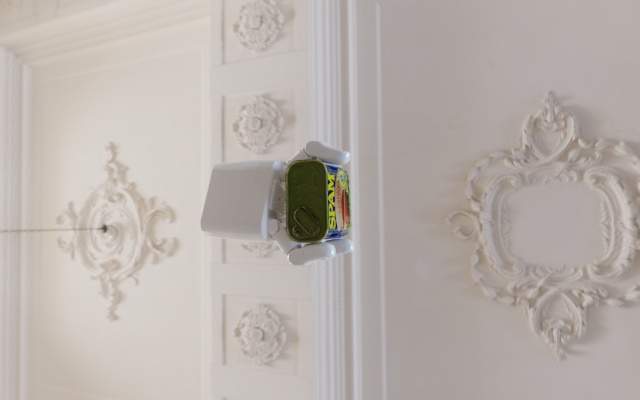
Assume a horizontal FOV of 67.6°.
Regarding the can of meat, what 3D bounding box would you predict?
[{"bbox_3d":[0.000,0.002,0.615,0.057,0.102,0.084,-3,-3,25],"label":"can of meat"}]
